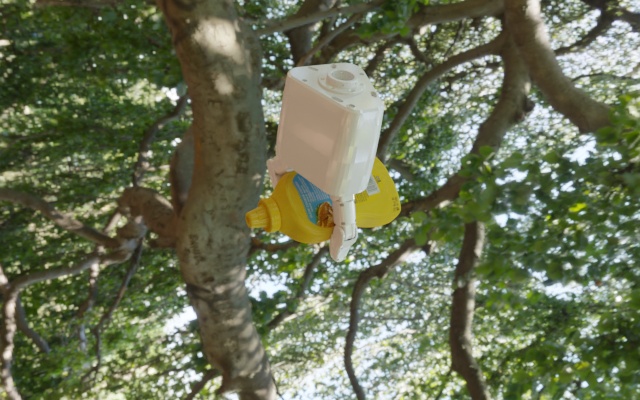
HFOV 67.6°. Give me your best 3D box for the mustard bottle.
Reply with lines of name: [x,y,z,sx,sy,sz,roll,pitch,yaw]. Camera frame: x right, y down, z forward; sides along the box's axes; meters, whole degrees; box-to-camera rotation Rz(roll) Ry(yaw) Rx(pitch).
mustard bottle: [0.000,0.002,0.589,0.191,0.096,0.058,-14,-20,-27]
